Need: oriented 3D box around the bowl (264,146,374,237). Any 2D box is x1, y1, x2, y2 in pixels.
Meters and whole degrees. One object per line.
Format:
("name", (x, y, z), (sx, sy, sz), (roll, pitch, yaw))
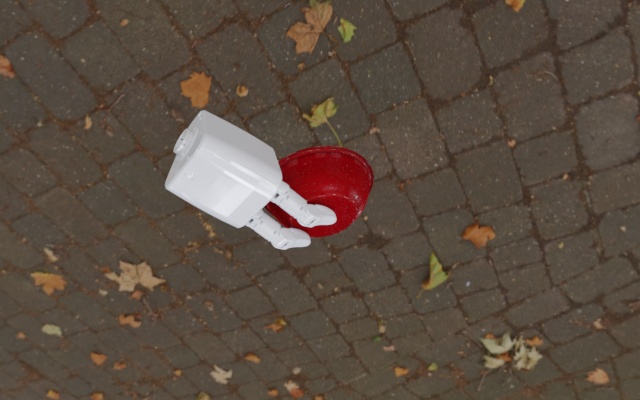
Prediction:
("bowl", (0.001, 0.003, 0.653), (0.162, 0.055, 0.162), (-8, -39, -6))
